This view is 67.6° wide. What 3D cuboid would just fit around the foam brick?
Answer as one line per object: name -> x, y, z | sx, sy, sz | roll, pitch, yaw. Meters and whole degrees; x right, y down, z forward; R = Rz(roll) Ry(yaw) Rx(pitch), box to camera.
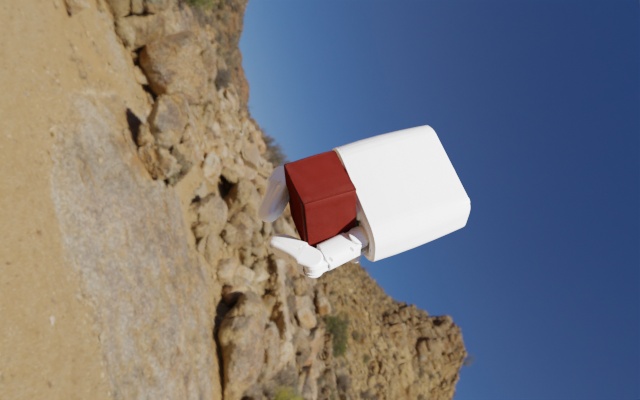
foam brick -> 0.000, 0.001, 0.448 | 0.051, 0.053, 0.078 | -17, -37, -10
